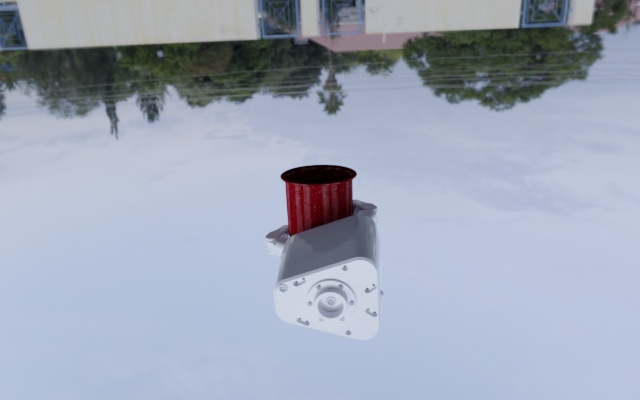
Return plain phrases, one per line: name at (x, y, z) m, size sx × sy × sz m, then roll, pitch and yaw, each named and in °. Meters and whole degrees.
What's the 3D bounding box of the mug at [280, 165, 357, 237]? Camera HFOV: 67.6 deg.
mug at (0.000, 0.002, 0.604) m, size 0.093 × 0.081 × 0.117 m, roll 0°, pitch 18°, yaw 5°
